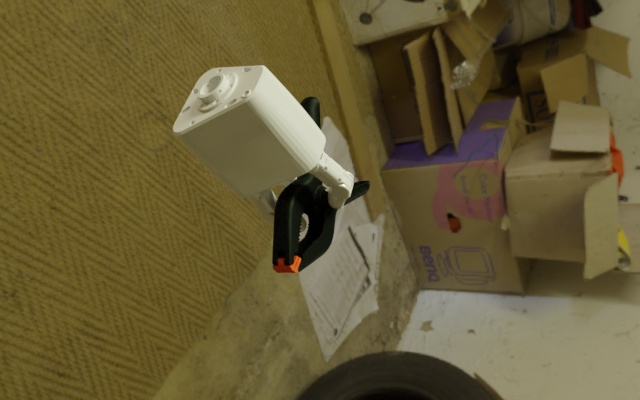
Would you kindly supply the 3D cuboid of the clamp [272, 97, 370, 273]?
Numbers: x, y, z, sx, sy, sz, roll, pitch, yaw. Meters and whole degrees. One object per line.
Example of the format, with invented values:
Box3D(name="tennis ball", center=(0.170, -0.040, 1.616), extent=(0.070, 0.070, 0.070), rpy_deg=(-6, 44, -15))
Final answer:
Box3D(name="clamp", center=(0.000, 0.002, 0.578), extent=(0.036, 0.210, 0.165), rpy_deg=(-7, -38, 36))
